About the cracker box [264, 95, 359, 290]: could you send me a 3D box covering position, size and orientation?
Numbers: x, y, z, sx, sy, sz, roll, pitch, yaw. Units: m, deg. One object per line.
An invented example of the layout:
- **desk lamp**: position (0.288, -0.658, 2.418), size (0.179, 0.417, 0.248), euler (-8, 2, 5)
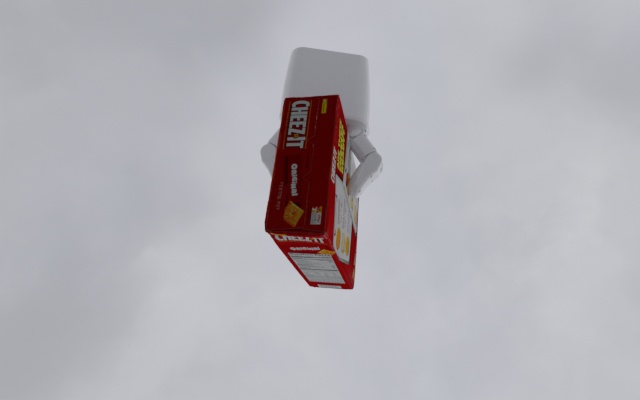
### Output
- **cracker box**: position (0.000, 0.002, 0.582), size (0.072, 0.164, 0.214), euler (0, -24, 12)
